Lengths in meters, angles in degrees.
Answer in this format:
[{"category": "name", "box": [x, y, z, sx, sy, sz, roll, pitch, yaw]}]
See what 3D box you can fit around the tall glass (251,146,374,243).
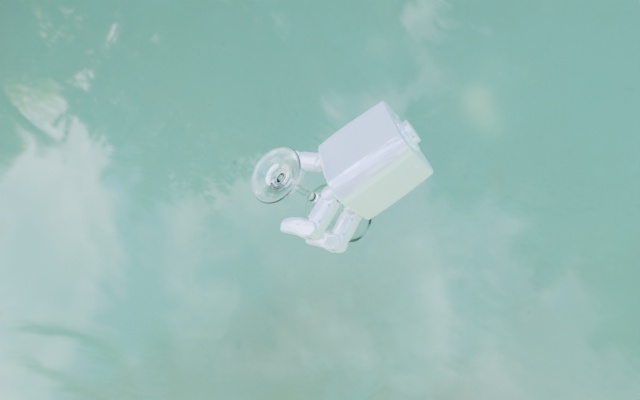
[{"category": "tall glass", "box": [0.000, 0.002, 0.647, 0.079, 0.079, 0.201, 0, -20, 35]}]
